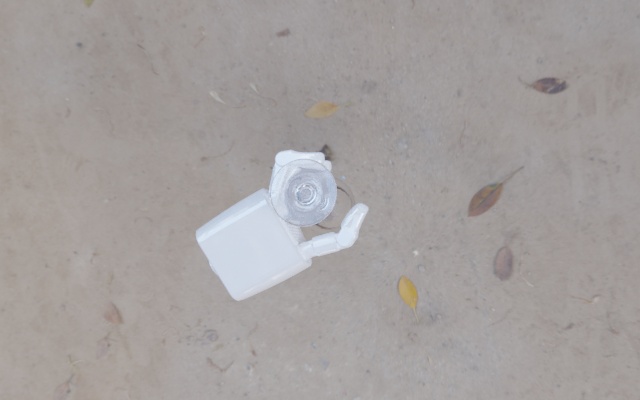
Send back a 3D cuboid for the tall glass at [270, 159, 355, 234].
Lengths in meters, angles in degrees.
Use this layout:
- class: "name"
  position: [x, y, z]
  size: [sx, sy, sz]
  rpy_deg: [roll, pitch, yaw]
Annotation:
- class: "tall glass"
  position: [0.000, 0.002, 0.610]
  size: [0.079, 0.079, 0.201]
  rpy_deg: [0, -6, 12]
